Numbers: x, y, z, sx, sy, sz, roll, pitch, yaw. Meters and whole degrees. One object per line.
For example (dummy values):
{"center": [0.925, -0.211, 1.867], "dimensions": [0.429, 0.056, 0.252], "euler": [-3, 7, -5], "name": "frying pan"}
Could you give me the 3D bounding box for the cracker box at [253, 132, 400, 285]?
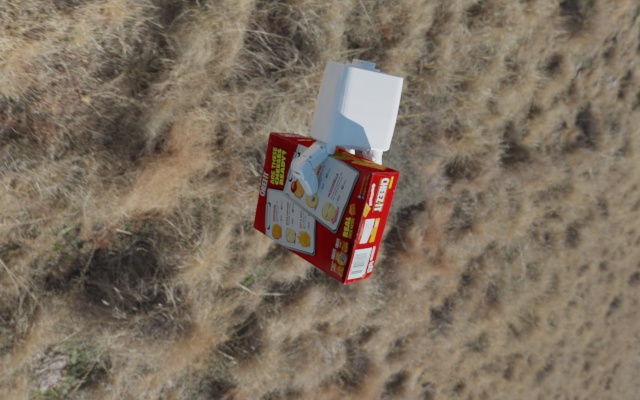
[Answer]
{"center": [0.000, 0.002, 0.717], "dimensions": [0.072, 0.164, 0.213], "euler": [-4, 22, -45], "name": "cracker box"}
